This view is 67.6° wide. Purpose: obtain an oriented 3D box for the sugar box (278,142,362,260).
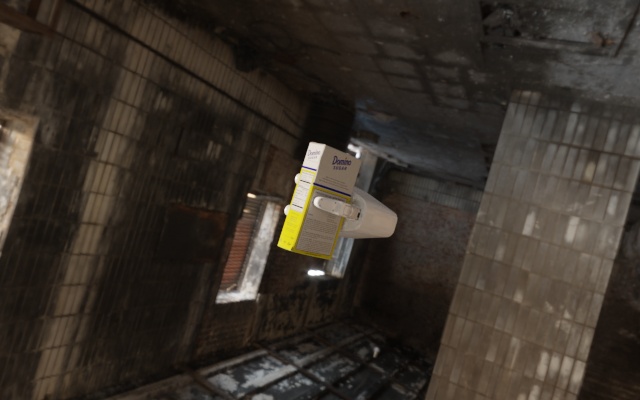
[{"bbox_3d":[0.000,0.003,0.781,0.093,0.176,0.048,18,-2,-44],"label":"sugar box"}]
